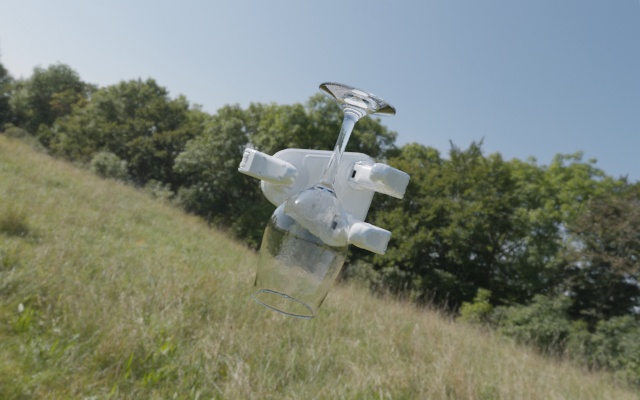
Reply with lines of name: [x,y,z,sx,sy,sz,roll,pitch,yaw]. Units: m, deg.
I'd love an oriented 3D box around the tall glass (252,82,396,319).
tall glass: [0.000,0.001,0.434,0.079,0.201,0.079,20,-1,0]
